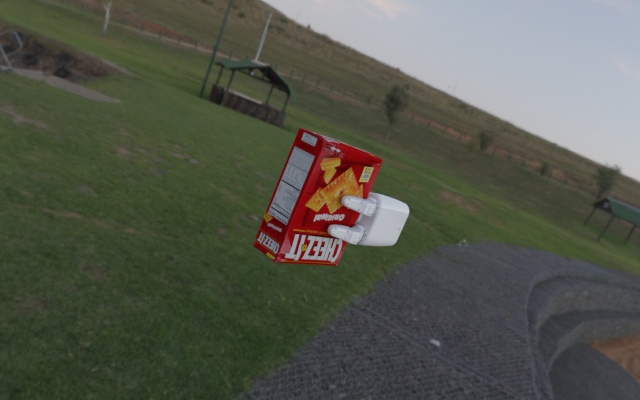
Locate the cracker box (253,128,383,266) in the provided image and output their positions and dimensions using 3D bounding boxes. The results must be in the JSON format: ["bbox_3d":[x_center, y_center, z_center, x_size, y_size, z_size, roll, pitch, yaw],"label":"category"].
[{"bbox_3d":[0.000,0.002,0.814,0.072,0.214,0.164,30,12,40],"label":"cracker box"}]
